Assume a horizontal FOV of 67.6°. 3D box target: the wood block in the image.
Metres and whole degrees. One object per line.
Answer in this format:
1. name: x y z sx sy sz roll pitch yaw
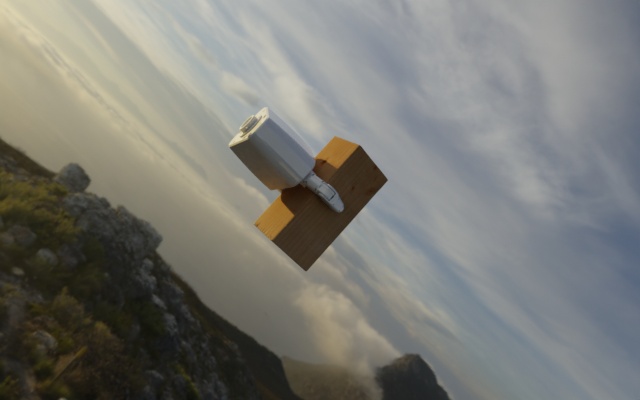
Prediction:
1. wood block: 0.000 0.002 0.801 0.090 0.206 0.090 46 -8 -33
